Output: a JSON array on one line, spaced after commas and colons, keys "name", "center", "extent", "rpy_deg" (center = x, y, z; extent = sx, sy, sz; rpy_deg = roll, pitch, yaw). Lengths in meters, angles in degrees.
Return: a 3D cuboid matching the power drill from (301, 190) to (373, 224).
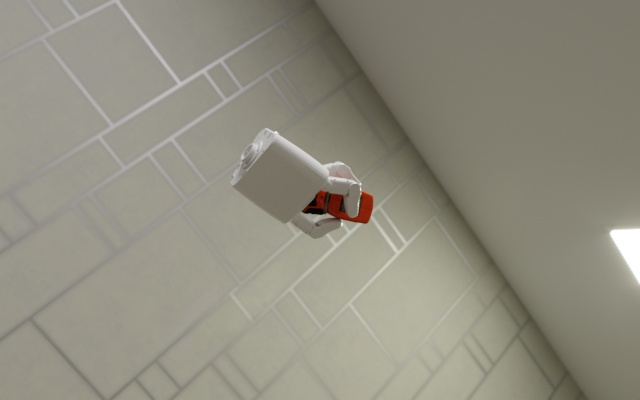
[{"name": "power drill", "center": [0.000, 0.003, 0.863], "extent": [0.187, 0.057, 0.184], "rpy_deg": [5, -6, 44]}]
